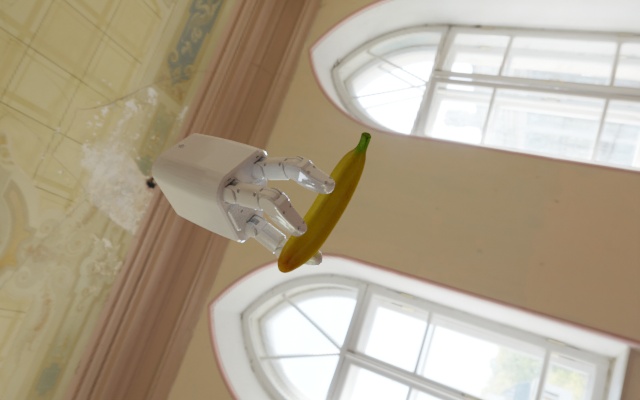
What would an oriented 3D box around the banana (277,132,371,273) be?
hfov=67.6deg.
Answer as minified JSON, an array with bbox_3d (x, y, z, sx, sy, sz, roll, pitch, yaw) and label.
[{"bbox_3d":[0.004,0.008,0.569,0.037,0.197,0.070,22,-23,20],"label":"banana"}]
